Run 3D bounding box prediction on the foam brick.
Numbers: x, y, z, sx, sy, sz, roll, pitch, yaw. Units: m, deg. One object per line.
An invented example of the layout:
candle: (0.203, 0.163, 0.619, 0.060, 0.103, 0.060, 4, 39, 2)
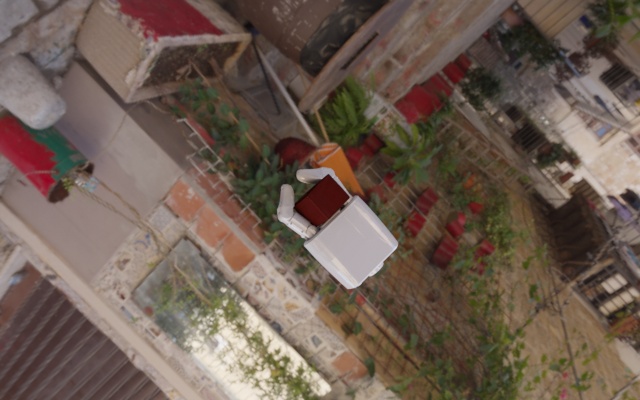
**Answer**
foam brick: (0.000, 0.002, 0.747, 0.053, 0.051, 0.078, -44, 3, -25)
